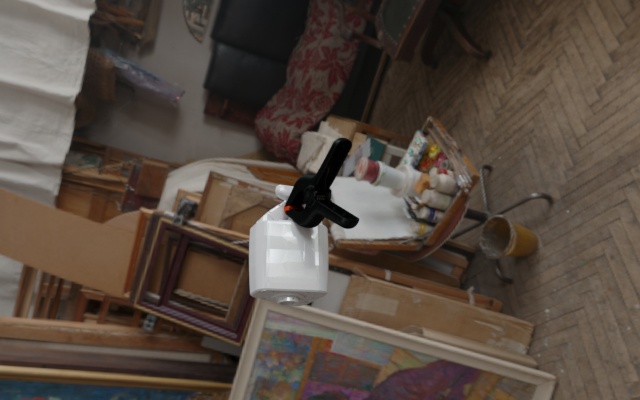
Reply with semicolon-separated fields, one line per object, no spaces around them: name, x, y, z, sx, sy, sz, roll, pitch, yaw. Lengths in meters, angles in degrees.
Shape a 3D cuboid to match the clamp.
clamp;-0.001;0.002;0.665;0.039;0.120;0.171;9;-28;-26
